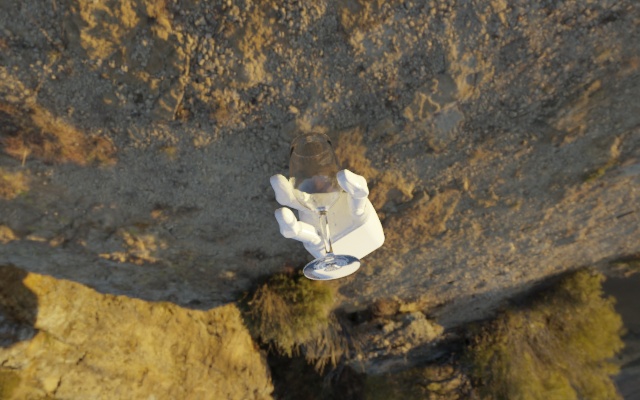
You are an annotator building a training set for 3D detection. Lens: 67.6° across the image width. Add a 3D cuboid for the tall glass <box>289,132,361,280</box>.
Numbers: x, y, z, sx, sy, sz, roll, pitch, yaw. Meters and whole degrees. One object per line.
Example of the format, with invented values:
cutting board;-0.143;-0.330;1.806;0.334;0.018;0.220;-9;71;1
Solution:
tall glass;0.000;0.003;0.657;0.079;0.201;0.079;-7;-30;-4
